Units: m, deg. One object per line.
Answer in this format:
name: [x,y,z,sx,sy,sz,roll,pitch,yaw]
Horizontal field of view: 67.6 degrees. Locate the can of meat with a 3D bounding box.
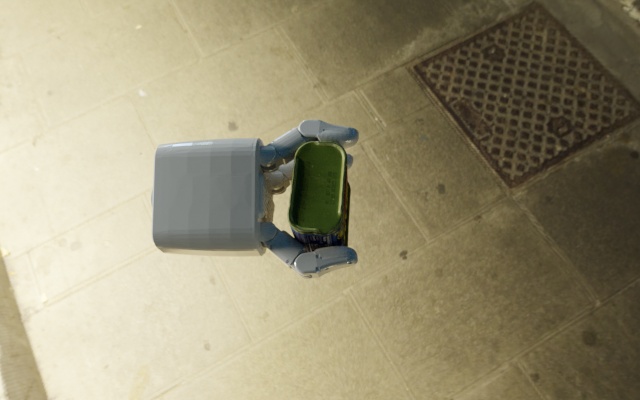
can of meat: [0.000,0.002,0.484,0.057,0.102,0.084,2,-23,6]
